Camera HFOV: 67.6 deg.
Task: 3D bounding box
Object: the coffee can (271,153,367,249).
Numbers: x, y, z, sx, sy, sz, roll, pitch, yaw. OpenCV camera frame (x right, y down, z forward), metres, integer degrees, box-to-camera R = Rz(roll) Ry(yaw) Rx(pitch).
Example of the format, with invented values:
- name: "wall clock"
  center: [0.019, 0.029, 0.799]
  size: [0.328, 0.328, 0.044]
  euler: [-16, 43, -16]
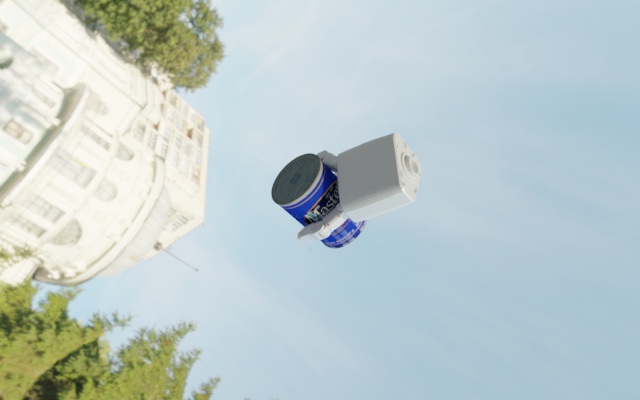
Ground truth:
- name: "coffee can"
  center: [0.000, 0.003, 0.809]
  size: [0.103, 0.102, 0.140]
  euler: [0, -34, 45]
